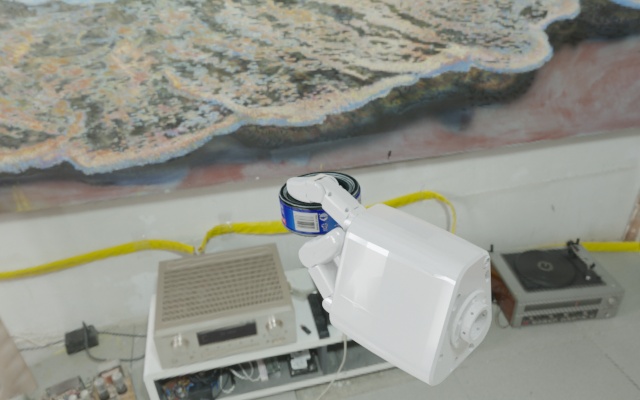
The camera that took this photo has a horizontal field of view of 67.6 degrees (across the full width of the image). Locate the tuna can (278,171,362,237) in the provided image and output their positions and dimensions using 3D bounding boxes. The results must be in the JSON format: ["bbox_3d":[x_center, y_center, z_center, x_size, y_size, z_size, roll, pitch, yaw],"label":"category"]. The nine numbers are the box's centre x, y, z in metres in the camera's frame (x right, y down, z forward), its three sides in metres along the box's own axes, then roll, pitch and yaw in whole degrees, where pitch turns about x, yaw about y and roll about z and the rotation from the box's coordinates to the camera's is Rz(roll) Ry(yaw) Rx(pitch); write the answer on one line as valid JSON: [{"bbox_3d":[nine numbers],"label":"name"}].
[{"bbox_3d":[0.000,0.001,0.494,0.086,0.034,0.086,-5,27,3],"label":"tuna can"}]
